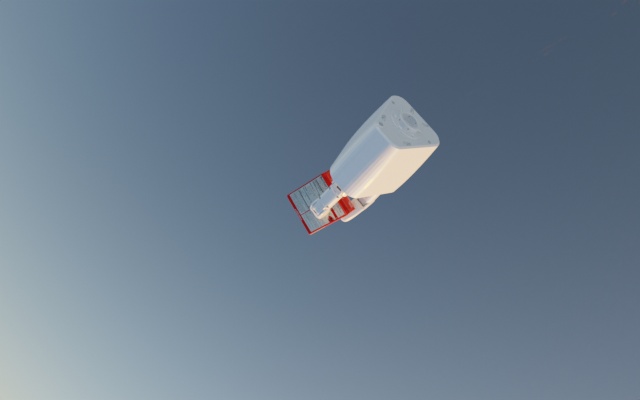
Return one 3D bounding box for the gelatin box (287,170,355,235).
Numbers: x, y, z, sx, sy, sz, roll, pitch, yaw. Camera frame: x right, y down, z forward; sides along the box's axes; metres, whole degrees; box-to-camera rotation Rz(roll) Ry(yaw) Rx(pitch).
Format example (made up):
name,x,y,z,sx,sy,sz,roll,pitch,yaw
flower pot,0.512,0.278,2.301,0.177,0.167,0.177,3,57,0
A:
name,x,y,z,sx,sy,sz,roll,pitch,yaw
gelatin box,0.000,0.003,0.739,0.089,0.073,0.030,-30,1,39
